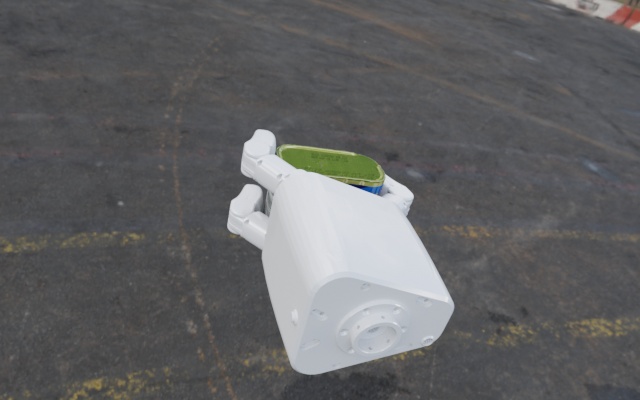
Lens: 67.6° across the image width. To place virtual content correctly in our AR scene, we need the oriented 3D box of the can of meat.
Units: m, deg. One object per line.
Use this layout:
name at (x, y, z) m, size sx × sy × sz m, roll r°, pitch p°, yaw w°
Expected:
can of meat at (0.000, 0.001, 0.431) m, size 0.102 × 0.084 × 0.057 m, roll 5°, pitch 33°, yaw -16°
